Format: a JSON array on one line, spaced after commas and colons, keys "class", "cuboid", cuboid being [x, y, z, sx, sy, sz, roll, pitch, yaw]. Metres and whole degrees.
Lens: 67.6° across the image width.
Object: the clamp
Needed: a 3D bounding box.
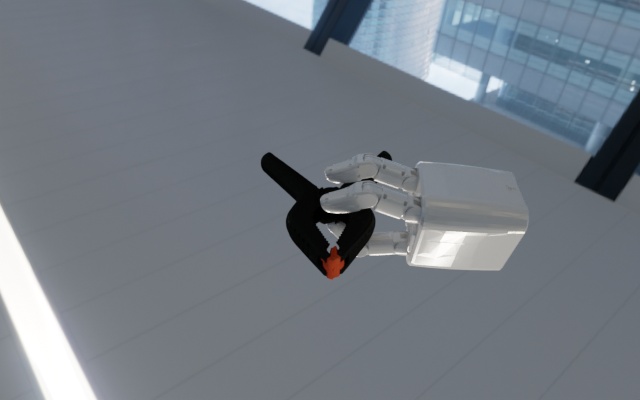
[{"class": "clamp", "cuboid": [0.000, 0.003, 0.536, 0.164, 0.036, 0.209, 2, 37, 5]}]
